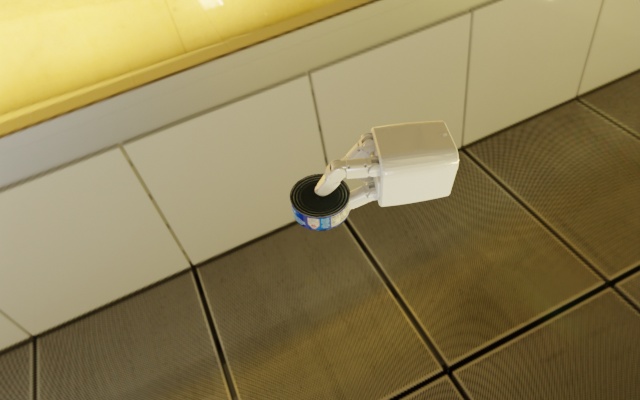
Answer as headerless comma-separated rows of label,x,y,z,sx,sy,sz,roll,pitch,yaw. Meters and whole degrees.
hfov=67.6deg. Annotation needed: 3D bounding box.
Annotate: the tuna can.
tuna can,0.000,0.003,0.687,0.086,0.086,0.034,0,-44,5
